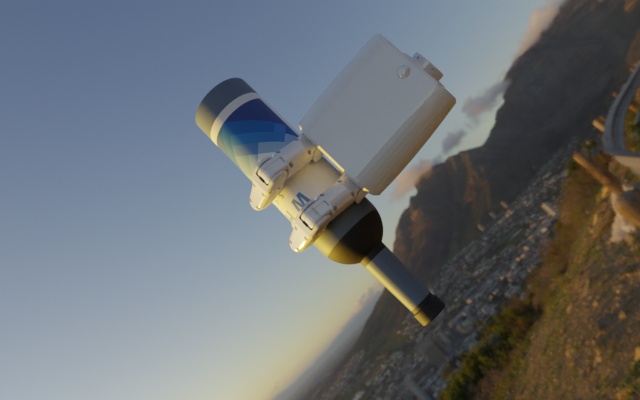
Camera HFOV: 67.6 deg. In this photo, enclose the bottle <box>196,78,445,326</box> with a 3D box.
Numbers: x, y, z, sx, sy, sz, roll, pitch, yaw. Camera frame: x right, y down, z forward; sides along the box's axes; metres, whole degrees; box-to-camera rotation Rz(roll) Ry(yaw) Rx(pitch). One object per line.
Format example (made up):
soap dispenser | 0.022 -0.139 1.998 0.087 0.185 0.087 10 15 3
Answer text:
bottle | 0.000 0.001 0.457 0.295 0.069 0.069 45 13 13
